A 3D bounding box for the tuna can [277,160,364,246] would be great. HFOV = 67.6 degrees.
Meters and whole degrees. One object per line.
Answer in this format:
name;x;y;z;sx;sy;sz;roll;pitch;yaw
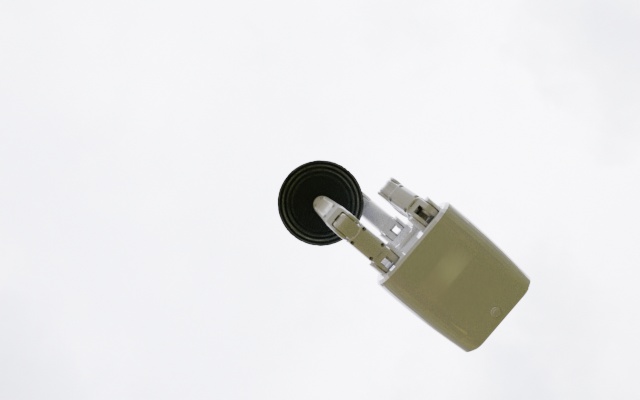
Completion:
tuna can;0.000;0.002;0.488;0.086;0.086;0.034;0;5;0
